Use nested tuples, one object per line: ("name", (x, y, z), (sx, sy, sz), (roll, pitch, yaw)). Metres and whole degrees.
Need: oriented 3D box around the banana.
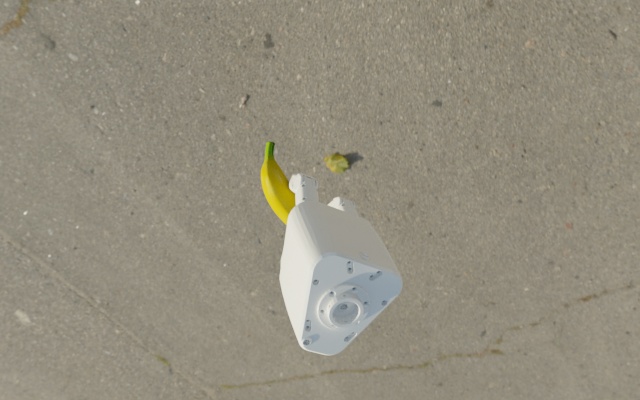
("banana", (-0.013, 0.014, 0.614), (0.198, 0.069, 0.037), (45, -19, -26))
